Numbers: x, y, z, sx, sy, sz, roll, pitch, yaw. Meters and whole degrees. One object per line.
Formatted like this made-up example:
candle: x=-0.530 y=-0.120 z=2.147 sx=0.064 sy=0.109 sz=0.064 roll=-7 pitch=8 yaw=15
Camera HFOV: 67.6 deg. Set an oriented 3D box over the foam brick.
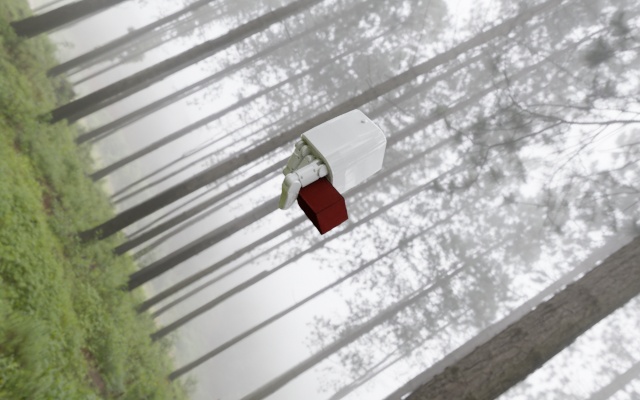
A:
foam brick: x=0.000 y=0.003 z=0.734 sx=0.051 sy=0.053 sz=0.078 roll=-28 pitch=50 yaw=-13
